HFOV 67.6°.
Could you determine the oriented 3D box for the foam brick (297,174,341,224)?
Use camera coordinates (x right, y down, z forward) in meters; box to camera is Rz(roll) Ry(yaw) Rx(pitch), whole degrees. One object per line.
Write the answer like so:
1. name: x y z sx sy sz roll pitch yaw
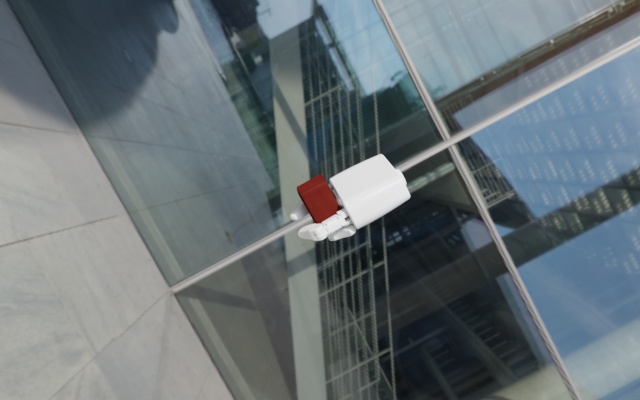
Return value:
1. foam brick: 0.000 0.003 0.815 0.051 0.078 0.053 -29 19 1
